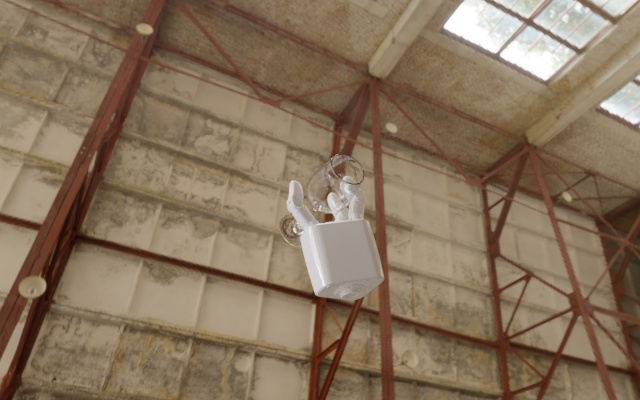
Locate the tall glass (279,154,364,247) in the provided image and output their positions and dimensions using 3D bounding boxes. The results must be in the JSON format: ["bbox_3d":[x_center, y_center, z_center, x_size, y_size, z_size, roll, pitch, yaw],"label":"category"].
[{"bbox_3d":[0.000,0.003,0.837,0.079,0.079,0.201,0,-33,-32],"label":"tall glass"}]
